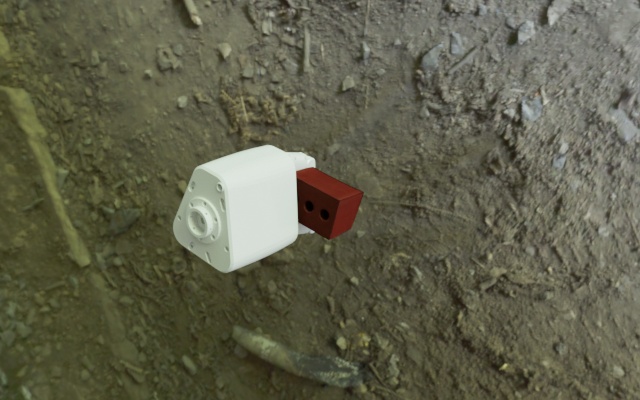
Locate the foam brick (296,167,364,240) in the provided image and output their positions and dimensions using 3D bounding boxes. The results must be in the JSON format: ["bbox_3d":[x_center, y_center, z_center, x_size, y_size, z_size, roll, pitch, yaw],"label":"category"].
[{"bbox_3d":[0.000,0.002,0.560,0.078,0.053,0.051,28,27,26],"label":"foam brick"}]
